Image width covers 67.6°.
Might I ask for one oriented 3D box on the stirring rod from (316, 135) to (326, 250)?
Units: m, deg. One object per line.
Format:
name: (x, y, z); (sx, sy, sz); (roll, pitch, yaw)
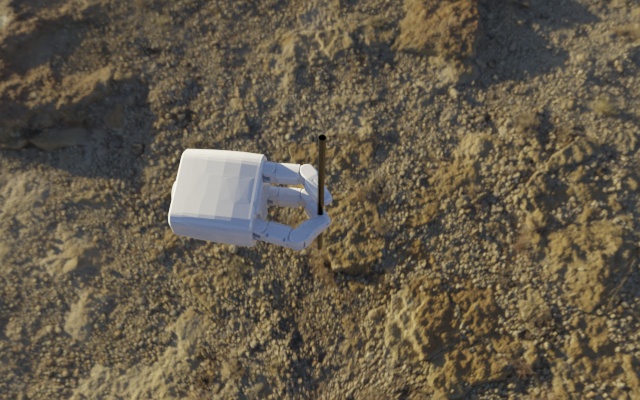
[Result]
stirring rod: (0.000, 0.002, 0.583); (0.011, 0.011, 0.240); (0, -33, -1)
